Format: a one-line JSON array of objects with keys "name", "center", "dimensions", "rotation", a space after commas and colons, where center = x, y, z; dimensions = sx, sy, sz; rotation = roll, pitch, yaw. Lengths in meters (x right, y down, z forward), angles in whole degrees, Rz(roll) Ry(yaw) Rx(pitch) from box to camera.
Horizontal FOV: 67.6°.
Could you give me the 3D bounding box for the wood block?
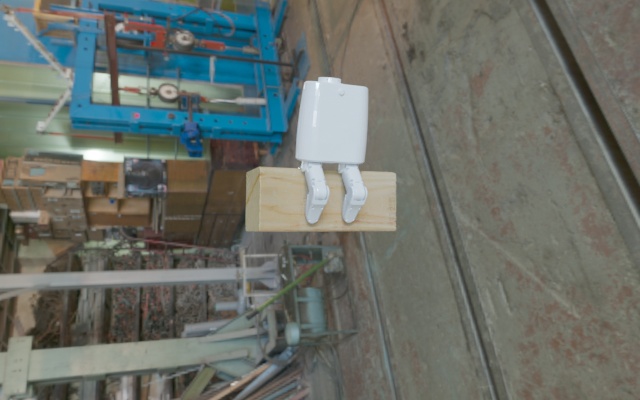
[{"name": "wood block", "center": [0.000, 0.002, 0.708], "dimensions": [0.206, 0.090, 0.091], "rotation": [1, -3, -20]}]
